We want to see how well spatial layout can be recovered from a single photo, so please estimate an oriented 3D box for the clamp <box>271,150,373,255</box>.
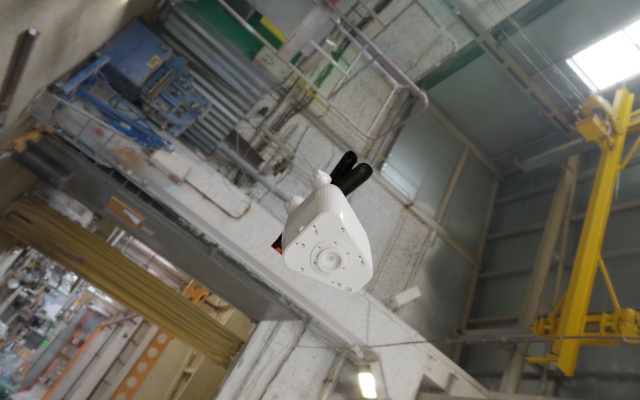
[{"bbox_3d":[0.000,0.003,0.768,0.036,0.210,0.164,41,14,-10],"label":"clamp"}]
